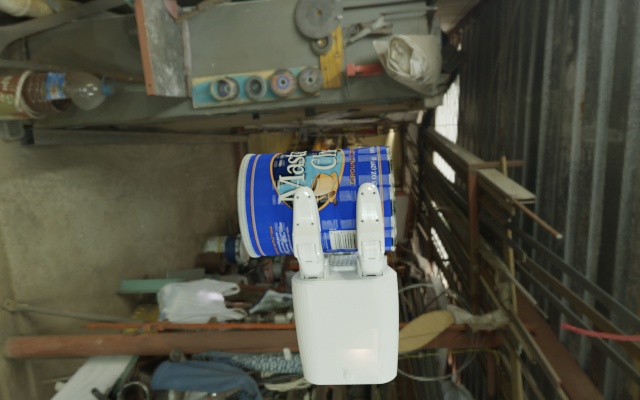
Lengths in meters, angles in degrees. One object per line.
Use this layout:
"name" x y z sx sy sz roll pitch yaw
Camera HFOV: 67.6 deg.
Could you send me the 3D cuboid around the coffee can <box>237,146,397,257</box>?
"coffee can" 0.000 0.001 0.469 0.140 0.103 0.103 -3 0 6
